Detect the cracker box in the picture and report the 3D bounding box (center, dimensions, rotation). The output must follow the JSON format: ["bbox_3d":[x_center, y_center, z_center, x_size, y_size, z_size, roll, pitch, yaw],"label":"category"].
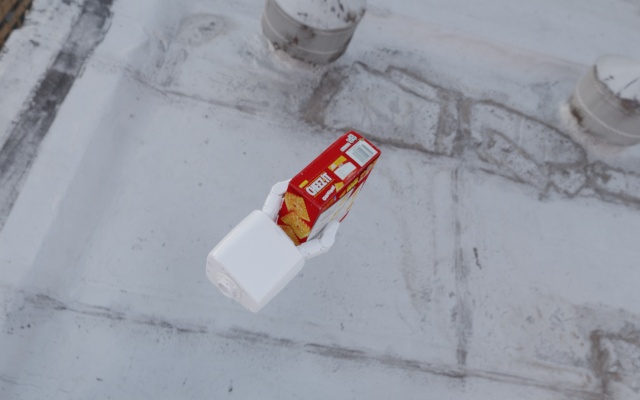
[{"bbox_3d":[0.000,0.003,0.809,0.164,0.072,0.214,-43,-13,-33],"label":"cracker box"}]
